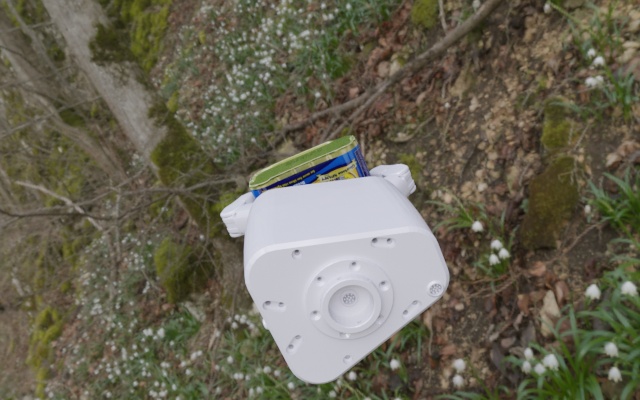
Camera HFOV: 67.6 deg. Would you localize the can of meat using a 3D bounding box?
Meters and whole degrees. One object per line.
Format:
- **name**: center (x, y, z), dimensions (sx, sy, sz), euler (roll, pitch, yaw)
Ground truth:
- **can of meat**: center (0.000, 0.001, 0.408), dimensions (0.102, 0.084, 0.057), euler (-23, 17, 4)
